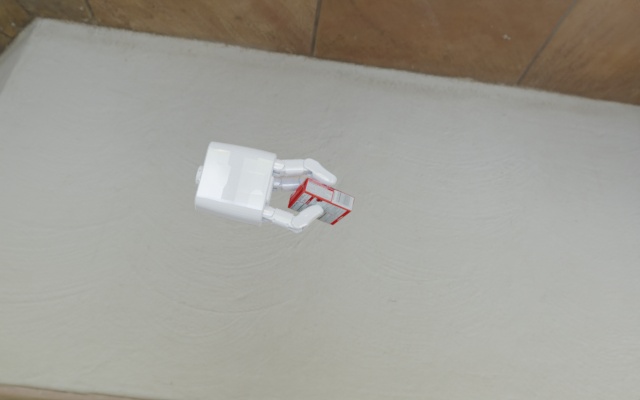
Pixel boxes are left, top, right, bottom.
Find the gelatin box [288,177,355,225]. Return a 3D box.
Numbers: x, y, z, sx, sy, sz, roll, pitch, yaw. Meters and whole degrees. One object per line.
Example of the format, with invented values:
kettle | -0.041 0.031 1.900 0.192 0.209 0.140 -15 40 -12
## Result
gelatin box | 0.000 0.003 0.783 0.089 0.030 0.073 23 -29 -14
